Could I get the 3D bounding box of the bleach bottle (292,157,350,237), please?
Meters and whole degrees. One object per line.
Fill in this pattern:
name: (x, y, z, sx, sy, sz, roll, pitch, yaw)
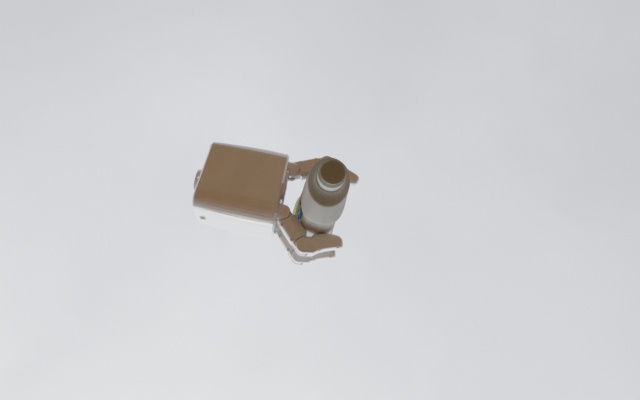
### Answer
bleach bottle: (0.000, 0.002, 0.639, 0.068, 0.102, 0.251, 13, -20, -3)
